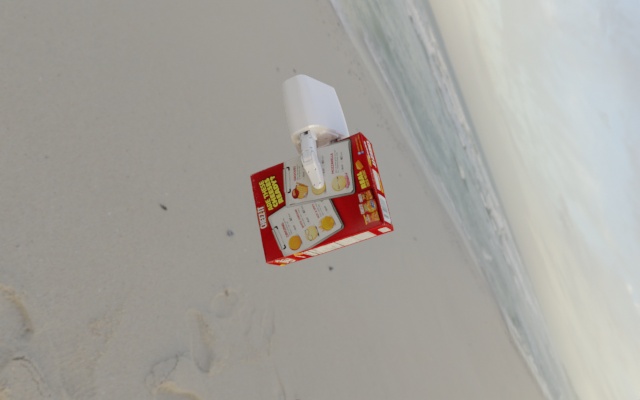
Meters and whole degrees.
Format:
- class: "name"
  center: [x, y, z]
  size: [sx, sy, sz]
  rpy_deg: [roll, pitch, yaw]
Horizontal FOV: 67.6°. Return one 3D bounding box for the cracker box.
- class: "cracker box"
  center: [0.000, 0.003, 0.804]
  size: [0.214, 0.164, 0.072]
  rpy_deg: [-20, -20, 20]
